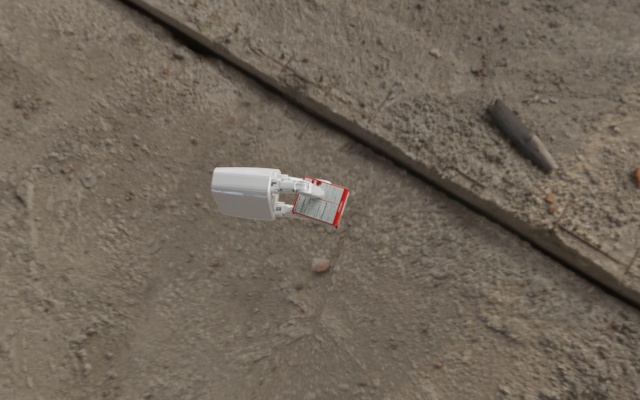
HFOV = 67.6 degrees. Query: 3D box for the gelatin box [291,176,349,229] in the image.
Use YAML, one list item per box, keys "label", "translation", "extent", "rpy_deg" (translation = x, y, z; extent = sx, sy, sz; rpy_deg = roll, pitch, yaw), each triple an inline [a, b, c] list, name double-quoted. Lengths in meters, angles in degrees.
- label: "gelatin box"
  translation: [0.000, 0.003, 0.879]
  extent: [0.089, 0.073, 0.030]
  rpy_deg: [17, -12, 11]
